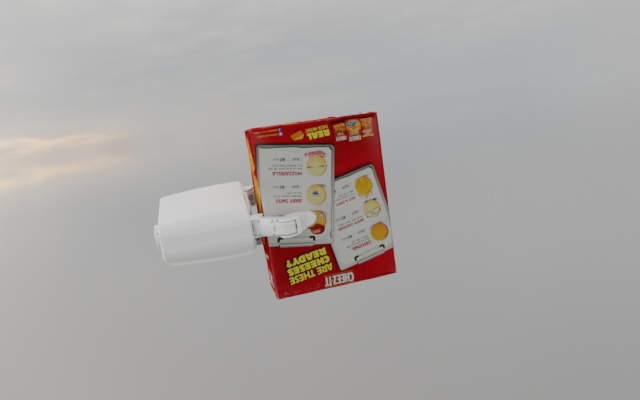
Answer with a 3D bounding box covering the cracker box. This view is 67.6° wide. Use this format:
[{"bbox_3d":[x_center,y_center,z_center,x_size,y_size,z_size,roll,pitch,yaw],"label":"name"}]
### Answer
[{"bbox_3d":[0.000,0.002,0.623,0.164,0.214,0.072,-10,10,-12],"label":"cracker box"}]
